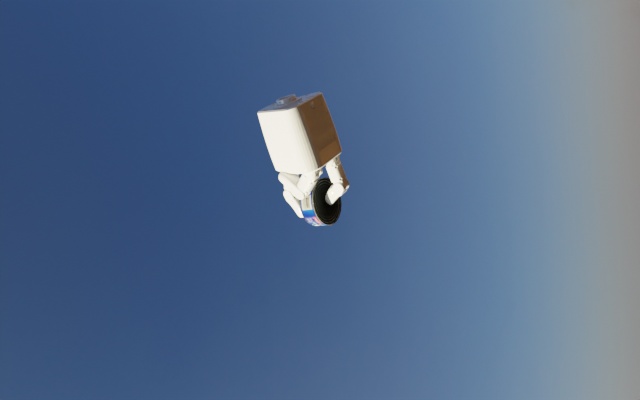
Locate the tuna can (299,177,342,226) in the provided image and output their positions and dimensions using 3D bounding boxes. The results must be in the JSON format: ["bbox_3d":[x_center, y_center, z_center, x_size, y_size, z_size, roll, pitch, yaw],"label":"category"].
[{"bbox_3d":[0.000,0.003,0.858,0.034,0.086,0.086,-7,-4,37],"label":"tuna can"}]
